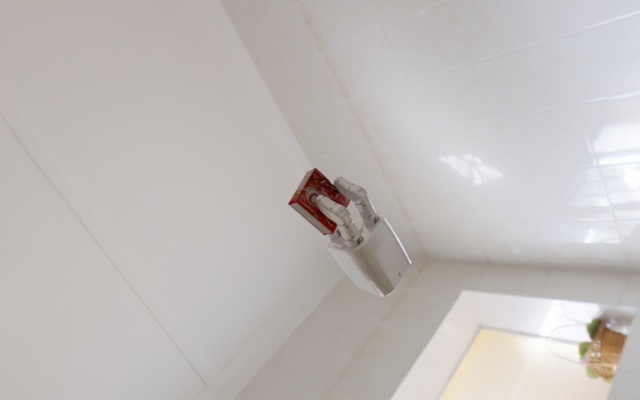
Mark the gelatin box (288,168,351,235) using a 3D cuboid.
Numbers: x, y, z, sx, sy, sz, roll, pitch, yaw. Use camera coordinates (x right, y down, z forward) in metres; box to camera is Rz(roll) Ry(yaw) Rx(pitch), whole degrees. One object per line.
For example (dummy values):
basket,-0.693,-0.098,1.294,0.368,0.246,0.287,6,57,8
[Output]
gelatin box,0.000,0.002,0.788,0.089,0.073,0.030,41,-30,-21
